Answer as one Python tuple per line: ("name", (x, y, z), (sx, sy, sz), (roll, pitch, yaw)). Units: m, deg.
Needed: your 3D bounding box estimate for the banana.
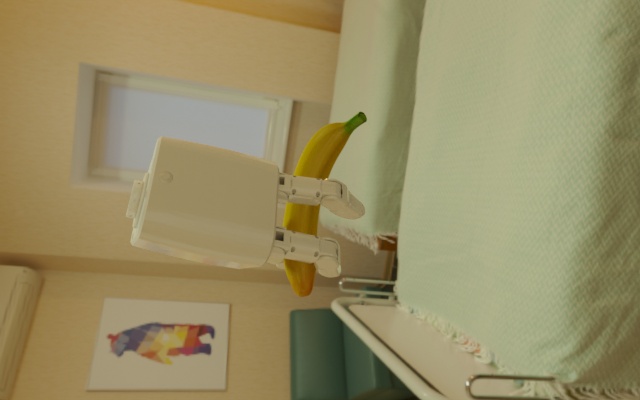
("banana", (-0.009, -0.001, 0.497), (0.037, 0.197, 0.069), (22, -11, -29))
